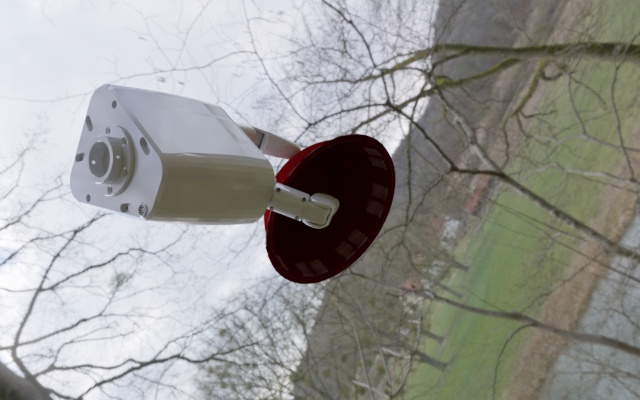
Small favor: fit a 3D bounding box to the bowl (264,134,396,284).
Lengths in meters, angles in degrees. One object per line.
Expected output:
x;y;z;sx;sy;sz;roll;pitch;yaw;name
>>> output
0.001;0.002;0.483;0.162;0.162;0.055;0;25;-42;bowl
